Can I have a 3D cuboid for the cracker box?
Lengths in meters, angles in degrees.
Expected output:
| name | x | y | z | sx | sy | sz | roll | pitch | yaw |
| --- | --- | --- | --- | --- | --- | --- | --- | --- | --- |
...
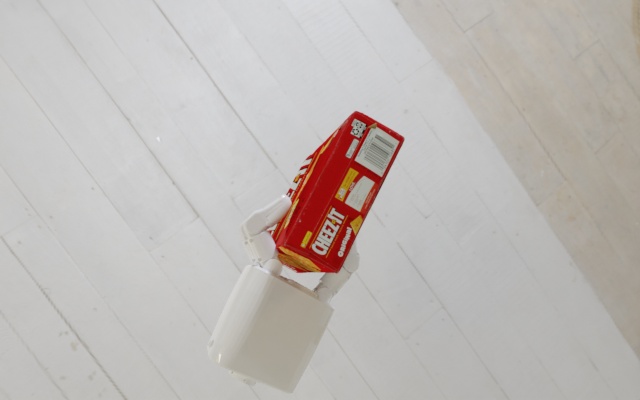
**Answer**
| name | x | y | z | sx | sy | sz | roll | pitch | yaw |
| --- | --- | --- | --- | --- | --- | --- | --- | --- | --- |
| cracker box | 0.000 | 0.002 | 0.579 | 0.072 | 0.164 | 0.214 | 30 | -14 | -9 |
